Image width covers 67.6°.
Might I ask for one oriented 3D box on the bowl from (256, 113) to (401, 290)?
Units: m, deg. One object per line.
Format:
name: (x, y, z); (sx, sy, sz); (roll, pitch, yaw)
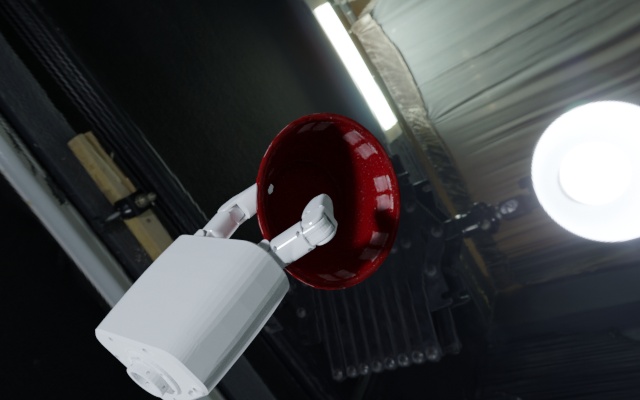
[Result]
bowl: (0.001, 0.001, 0.457); (0.162, 0.162, 0.055); (0, -4, -34)
